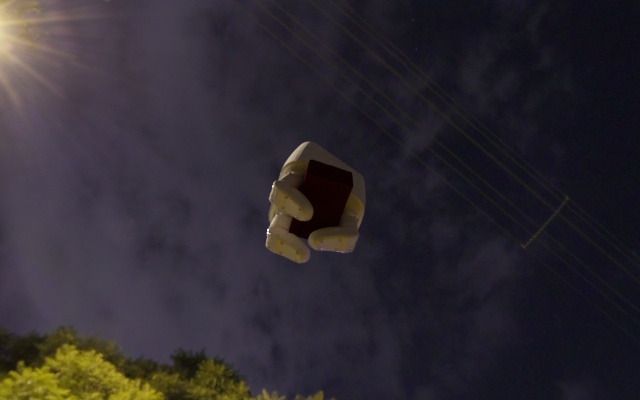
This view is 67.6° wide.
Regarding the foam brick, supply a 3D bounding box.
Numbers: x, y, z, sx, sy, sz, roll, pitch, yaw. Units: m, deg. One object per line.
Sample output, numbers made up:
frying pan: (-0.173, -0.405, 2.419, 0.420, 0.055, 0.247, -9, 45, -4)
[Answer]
foam brick: (0.000, 0.002, 0.536, 0.053, 0.078, 0.051, 18, 24, -4)
